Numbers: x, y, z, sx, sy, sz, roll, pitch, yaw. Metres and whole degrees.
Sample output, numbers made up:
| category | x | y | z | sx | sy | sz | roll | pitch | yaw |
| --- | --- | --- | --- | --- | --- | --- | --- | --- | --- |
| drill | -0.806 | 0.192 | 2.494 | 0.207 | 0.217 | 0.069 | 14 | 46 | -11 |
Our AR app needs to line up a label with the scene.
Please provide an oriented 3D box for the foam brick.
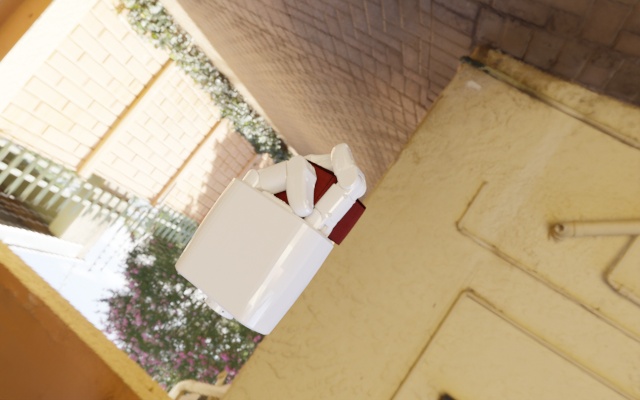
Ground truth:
| category | x | y | z | sx | sy | sz | roll | pitch | yaw |
| --- | --- | --- | --- | --- | --- | --- | --- | --- | --- |
| foam brick | 0.000 | 0.002 | 0.493 | 0.053 | 0.051 | 0.078 | 29 | -10 | 40 |
